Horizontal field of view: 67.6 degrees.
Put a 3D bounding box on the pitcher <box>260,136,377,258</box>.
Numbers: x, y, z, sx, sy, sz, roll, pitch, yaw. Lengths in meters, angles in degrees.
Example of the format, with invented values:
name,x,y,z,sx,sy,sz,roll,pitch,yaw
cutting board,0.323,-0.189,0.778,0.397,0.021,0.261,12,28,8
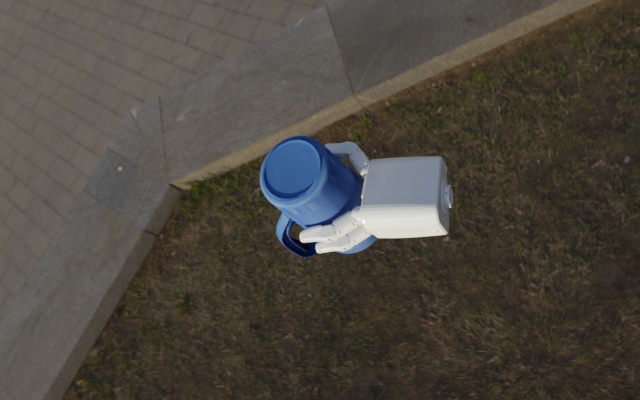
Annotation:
name,x,y,z,sx,sy,sz,roll,pitch,yaw
pitcher,0.000,0.002,0.753,0.145,0.149,0.243,-1,-18,24
